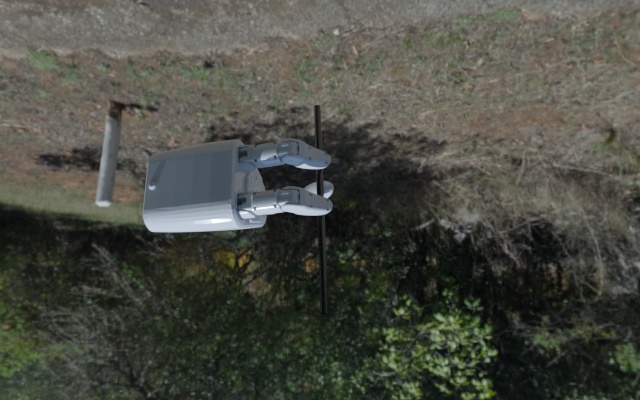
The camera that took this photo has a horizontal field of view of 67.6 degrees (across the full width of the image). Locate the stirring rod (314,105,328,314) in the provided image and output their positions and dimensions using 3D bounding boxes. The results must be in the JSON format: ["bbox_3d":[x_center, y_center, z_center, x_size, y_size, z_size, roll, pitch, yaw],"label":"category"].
[{"bbox_3d":[0.000,0.002,0.524,0.011,0.239,0.011,-2,-20,-1],"label":"stirring rod"}]
